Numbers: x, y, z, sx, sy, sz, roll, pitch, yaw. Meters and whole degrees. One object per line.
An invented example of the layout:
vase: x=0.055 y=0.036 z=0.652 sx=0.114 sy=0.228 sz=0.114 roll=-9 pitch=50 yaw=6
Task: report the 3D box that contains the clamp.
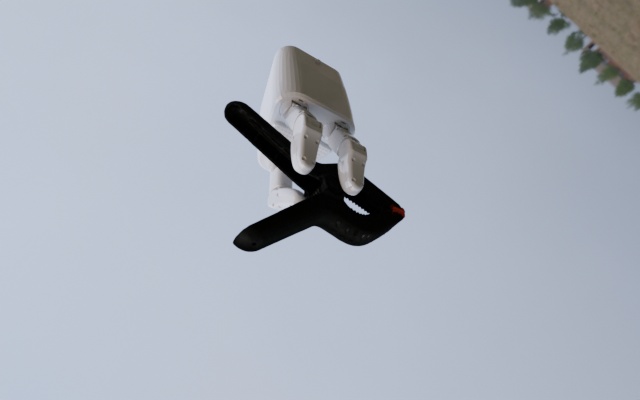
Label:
clamp: x=0.000 y=0.002 z=0.456 sx=0.210 sy=0.164 sz=0.036 roll=23 pitch=-48 yaw=-28
